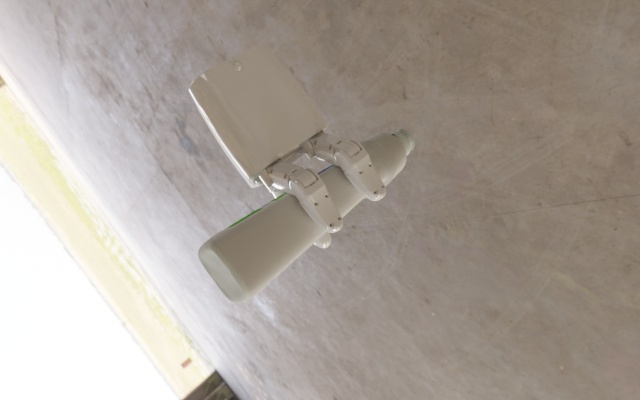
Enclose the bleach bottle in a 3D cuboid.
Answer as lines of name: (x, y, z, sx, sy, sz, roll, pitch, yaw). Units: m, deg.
bleach bottle: (0.000, 0.002, 0.488, 0.250, 0.068, 0.102, -36, 1, -25)
